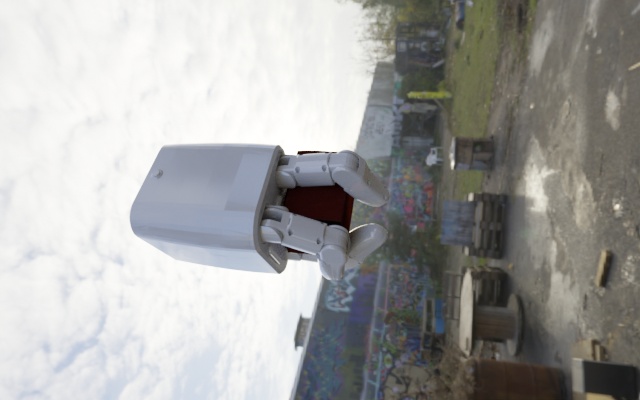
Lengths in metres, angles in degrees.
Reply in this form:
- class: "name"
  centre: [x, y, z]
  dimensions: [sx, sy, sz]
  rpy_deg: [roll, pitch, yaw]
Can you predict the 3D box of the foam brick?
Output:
- class: "foam brick"
  centre: [0.000, 0.001, 0.414]
  dimensions: [0.051, 0.078, 0.053]
  rpy_deg: [4, -38, 11]
